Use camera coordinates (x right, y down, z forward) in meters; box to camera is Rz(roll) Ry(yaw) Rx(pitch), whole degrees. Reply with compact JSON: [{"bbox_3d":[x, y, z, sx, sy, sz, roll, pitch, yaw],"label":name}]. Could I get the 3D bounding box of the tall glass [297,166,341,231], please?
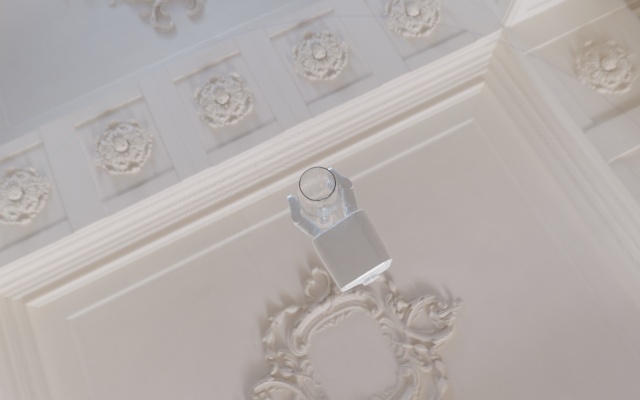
[{"bbox_3d":[0.000,0.003,0.885,0.079,0.079,0.201,0,-19,3],"label":"tall glass"}]
